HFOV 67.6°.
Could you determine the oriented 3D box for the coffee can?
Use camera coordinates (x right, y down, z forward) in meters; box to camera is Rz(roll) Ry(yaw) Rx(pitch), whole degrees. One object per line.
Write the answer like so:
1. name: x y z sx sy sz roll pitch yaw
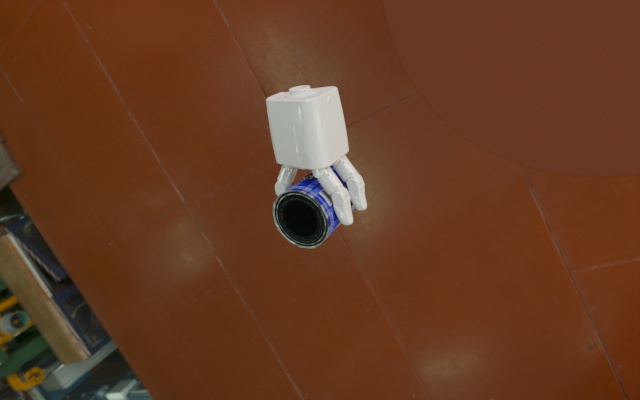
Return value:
1. coffee can: 0.000 0.003 0.803 0.103 0.103 0.140 0 24 31
